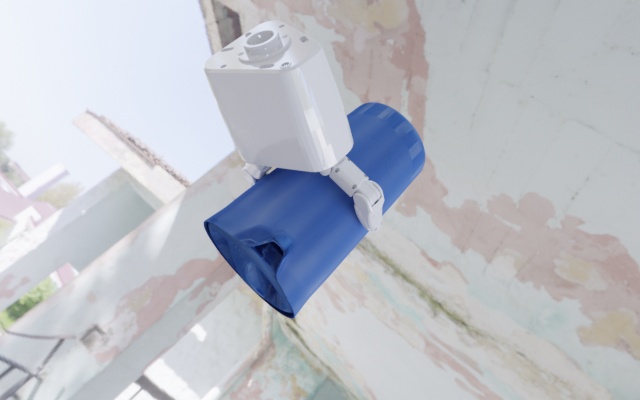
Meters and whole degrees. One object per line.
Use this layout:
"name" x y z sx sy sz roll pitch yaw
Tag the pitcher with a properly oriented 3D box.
"pitcher" 0.000 0.002 0.537 0.242 0.145 0.149 -42 45 -22
